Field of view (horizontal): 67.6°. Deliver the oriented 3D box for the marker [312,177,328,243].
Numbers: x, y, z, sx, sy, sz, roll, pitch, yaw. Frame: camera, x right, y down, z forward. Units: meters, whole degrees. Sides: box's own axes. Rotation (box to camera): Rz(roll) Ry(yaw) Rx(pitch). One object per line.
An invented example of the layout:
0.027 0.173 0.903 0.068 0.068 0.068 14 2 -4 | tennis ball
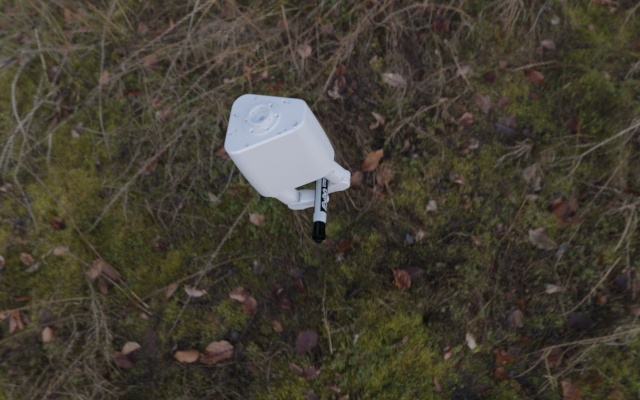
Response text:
0.000 0.002 0.663 0.020 0.121 0.020 3 -28 1 | marker
